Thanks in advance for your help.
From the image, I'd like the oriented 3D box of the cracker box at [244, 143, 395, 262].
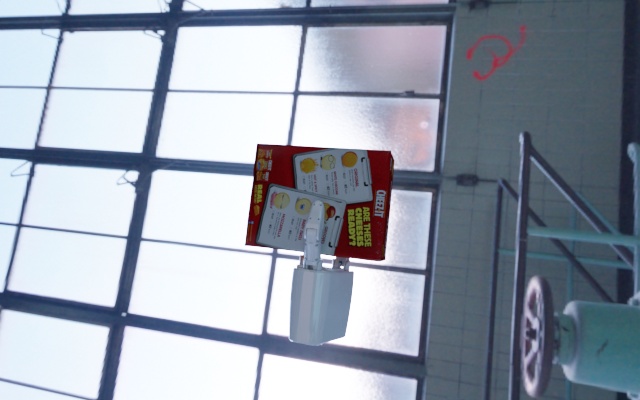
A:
[{"bbox_3d":[0.000,0.002,0.741,0.213,0.164,0.072,5,-5,15],"label":"cracker box"}]
